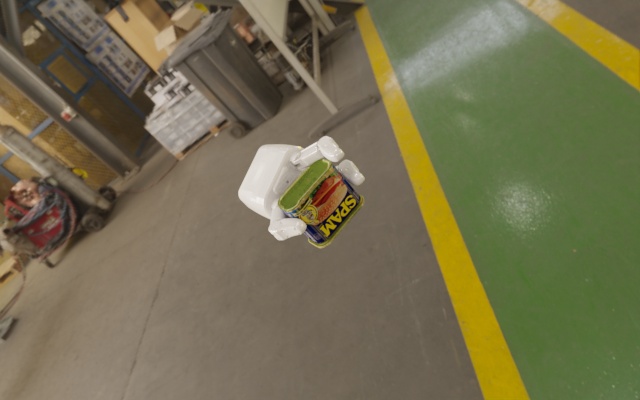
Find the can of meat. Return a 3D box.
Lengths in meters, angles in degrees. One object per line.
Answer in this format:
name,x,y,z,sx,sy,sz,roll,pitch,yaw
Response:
can of meat,0.000,0.002,0.689,0.084,0.102,0.057,48,-13,-30
